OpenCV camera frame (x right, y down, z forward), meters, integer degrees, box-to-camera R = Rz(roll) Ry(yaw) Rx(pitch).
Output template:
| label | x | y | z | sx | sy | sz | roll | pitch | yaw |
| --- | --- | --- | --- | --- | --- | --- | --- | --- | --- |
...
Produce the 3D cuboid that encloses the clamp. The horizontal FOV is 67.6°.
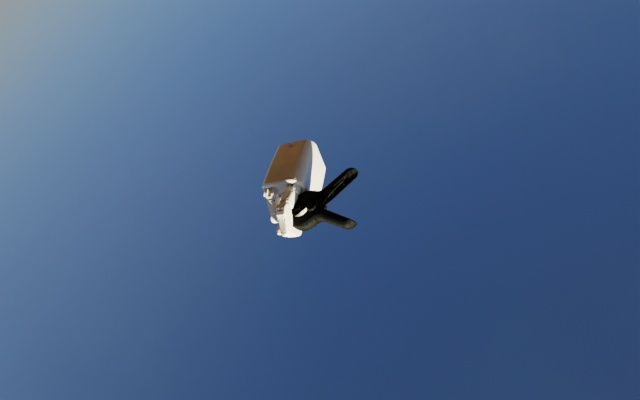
| label | x | y | z | sx | sy | sz | roll | pitch | yaw |
| --- | --- | --- | --- | --- | --- | --- | --- | --- | --- |
| clamp | 0.000 | 0.003 | 0.870 | 0.171 | 0.120 | 0.039 | -7 | -37 | 34 |
